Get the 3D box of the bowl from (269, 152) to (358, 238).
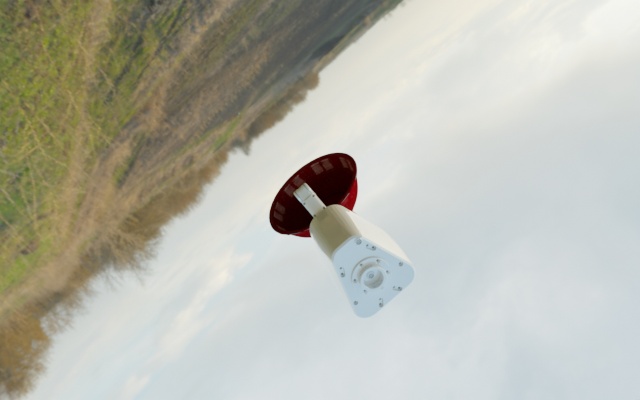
[{"bbox_3d":[0.000,0.002,0.735,0.162,0.162,0.055,0,-39,46],"label":"bowl"}]
